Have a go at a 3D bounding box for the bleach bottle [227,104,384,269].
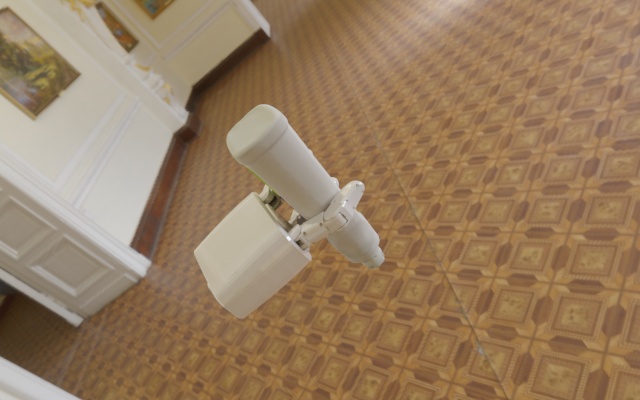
[{"bbox_3d":[0.000,0.002,0.565,0.251,0.068,0.102,47,0,-28],"label":"bleach bottle"}]
